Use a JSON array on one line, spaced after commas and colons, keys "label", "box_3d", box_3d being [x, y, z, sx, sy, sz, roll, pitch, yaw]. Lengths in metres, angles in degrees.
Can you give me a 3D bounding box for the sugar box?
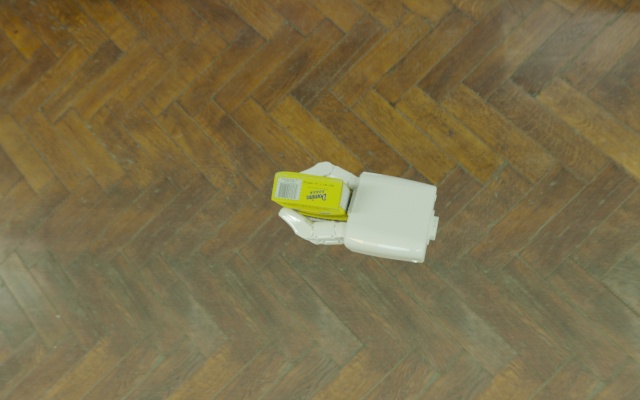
[{"label": "sugar box", "box_3d": [0.000, 0.003, 0.695, 0.093, 0.048, 0.176, 8, -11, 14]}]
